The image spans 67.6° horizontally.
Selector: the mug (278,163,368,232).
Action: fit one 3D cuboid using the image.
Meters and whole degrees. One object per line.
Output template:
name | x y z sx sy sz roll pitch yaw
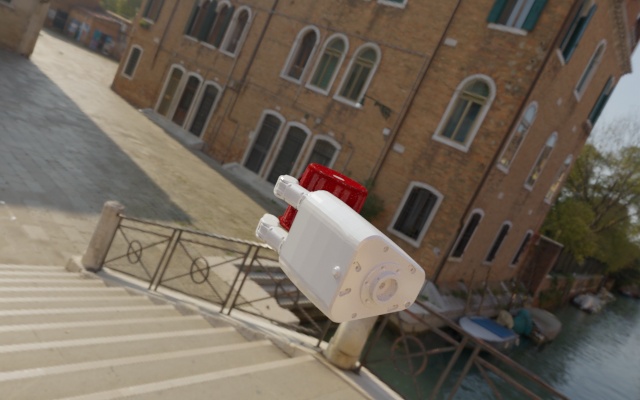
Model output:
mug | 0.000 0.001 0.598 0.093 0.081 0.117 18 12 -37
